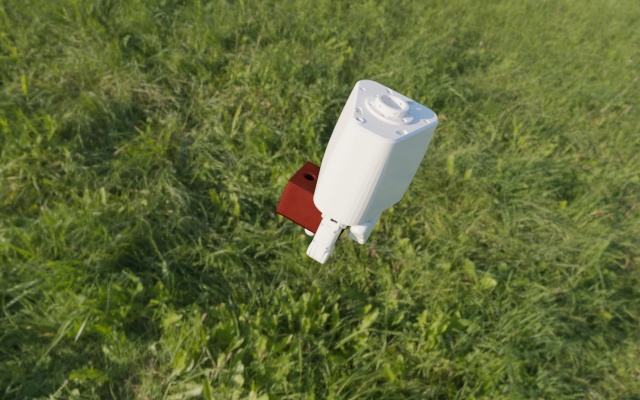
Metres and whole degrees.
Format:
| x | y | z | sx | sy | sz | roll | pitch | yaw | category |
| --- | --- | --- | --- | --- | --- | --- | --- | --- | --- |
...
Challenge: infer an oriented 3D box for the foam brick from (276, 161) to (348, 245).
| x | y | z | sx | sy | sz | roll | pitch | yaw | category |
| --- | --- | --- | --- | --- | --- | --- | --- | --- | --- |
| 0.000 | 0.002 | 0.538 | 0.078 | 0.051 | 0.053 | 29 | 39 | 9 | foam brick |
